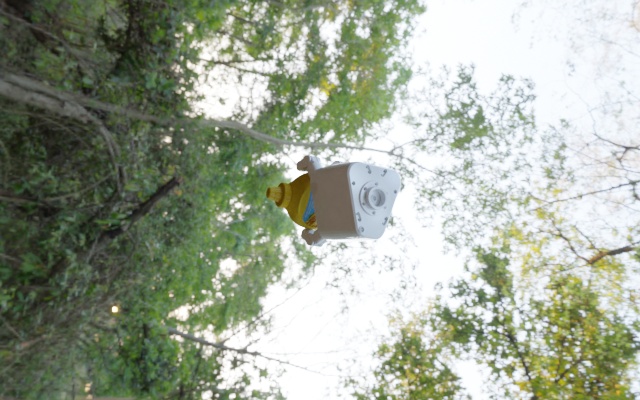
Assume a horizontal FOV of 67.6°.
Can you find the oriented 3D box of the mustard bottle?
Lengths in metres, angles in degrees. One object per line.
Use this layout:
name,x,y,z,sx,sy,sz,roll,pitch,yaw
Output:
mustard bottle,0.000,0.003,0.804,0.191,0.096,0.058,10,16,-28
